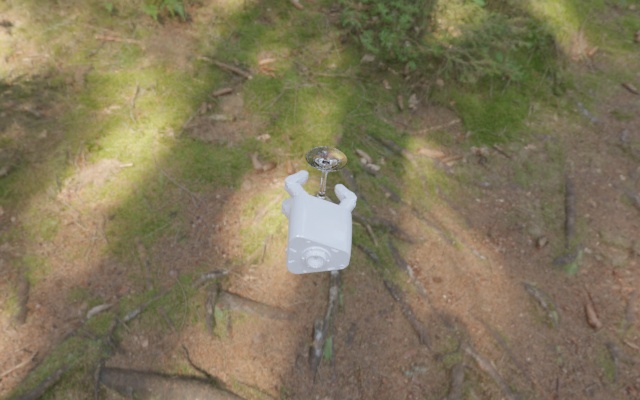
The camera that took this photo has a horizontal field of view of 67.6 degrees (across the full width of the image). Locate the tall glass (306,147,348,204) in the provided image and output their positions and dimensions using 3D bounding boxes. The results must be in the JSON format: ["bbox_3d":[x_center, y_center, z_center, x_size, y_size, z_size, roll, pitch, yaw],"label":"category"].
[{"bbox_3d":[0.000,0.002,0.898,0.079,0.201,0.079,5,39,-4],"label":"tall glass"}]
